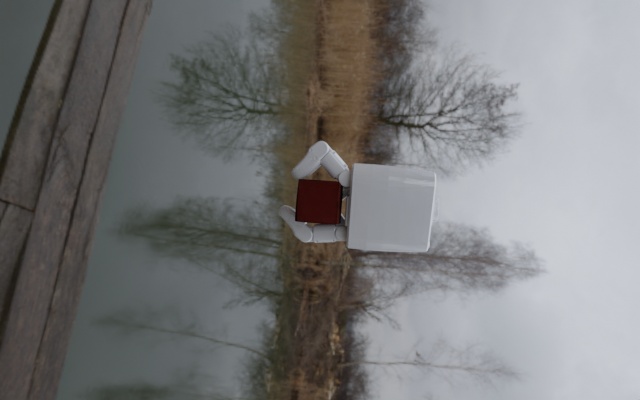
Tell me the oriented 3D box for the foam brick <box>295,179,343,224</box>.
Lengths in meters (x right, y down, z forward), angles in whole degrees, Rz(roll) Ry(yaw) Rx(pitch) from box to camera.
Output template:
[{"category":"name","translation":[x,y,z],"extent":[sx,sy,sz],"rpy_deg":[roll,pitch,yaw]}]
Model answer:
[{"category":"foam brick","translation":[0.000,0.002,0.604],"extent":[0.051,0.053,0.078],"rpy_deg":[5,0,6]}]
